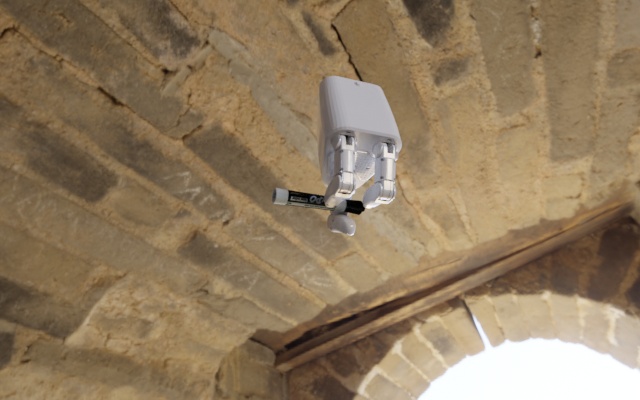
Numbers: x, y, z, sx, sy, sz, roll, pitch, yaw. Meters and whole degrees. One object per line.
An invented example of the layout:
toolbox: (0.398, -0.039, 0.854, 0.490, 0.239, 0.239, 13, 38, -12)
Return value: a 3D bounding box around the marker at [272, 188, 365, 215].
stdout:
marker: (0.000, 0.002, 0.596, 0.121, 0.020, 0.020, 8, -3, -20)
